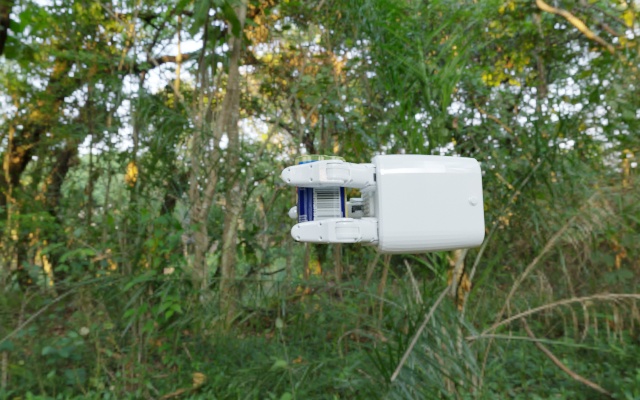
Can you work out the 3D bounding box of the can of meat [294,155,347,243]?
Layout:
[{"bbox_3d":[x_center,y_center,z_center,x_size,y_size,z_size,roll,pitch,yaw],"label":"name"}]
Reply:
[{"bbox_3d":[0.000,0.001,0.512,0.057,0.084,0.102,-1,-6,-2],"label":"can of meat"}]
